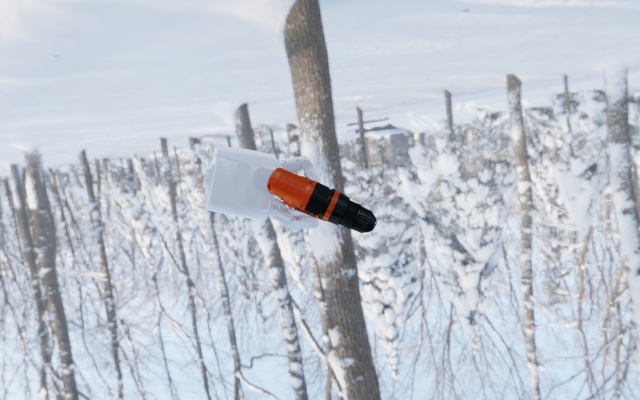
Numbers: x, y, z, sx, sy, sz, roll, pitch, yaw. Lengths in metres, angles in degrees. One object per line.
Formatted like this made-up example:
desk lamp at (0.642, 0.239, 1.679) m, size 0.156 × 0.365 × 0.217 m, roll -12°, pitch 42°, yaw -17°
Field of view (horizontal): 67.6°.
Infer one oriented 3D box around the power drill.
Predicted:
power drill at (0.000, 0.003, 0.822) m, size 0.184 × 0.057 × 0.187 m, roll 26°, pitch -4°, yaw -2°
